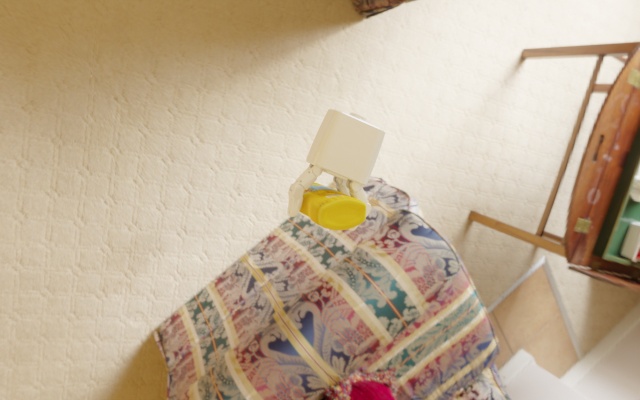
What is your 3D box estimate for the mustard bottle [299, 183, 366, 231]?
[{"bbox_3d":[0.000,0.003,0.896,0.096,0.058,0.191,-6,16,-24],"label":"mustard bottle"}]
